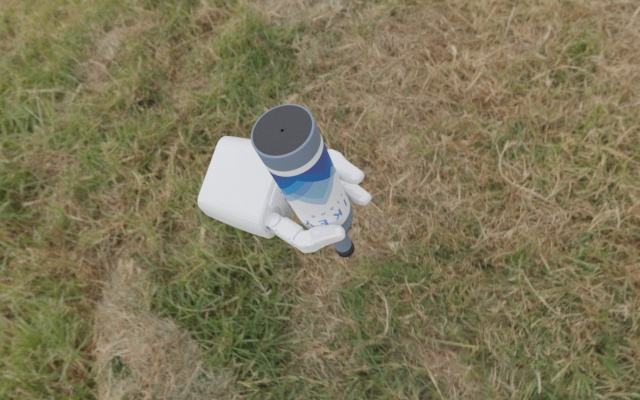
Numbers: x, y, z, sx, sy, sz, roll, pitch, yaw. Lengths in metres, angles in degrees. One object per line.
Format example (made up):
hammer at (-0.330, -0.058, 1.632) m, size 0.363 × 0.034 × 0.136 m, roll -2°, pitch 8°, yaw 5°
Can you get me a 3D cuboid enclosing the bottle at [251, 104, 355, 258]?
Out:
bottle at (0.000, 0.002, 0.591) m, size 0.069 × 0.069 × 0.296 m, roll 0°, pitch -29°, yaw 17°
